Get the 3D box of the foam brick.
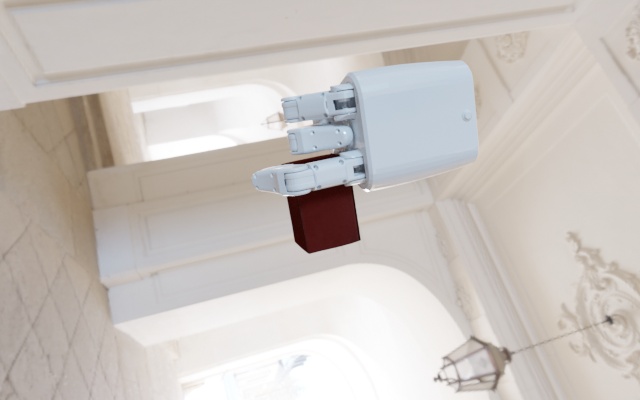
[{"bbox_3d":[0.000,0.002,0.432,0.051,0.078,0.053,-12,13,-14],"label":"foam brick"}]
